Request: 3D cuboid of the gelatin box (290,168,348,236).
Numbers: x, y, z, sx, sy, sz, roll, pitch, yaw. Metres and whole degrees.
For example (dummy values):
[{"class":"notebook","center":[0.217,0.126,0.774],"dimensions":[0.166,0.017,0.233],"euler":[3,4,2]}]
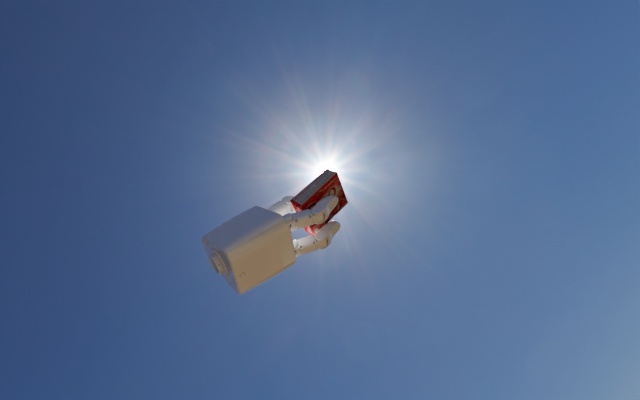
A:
[{"class":"gelatin box","center":[0.000,0.002,0.789],"dimensions":[0.089,0.073,0.030],"euler":[-43,46,-21]}]
